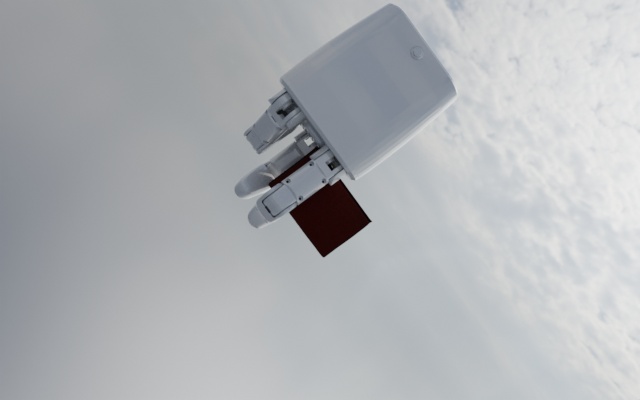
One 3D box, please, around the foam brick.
[{"bbox_3d":[0.000,0.002,0.407,0.051,0.078,0.053,-36,2,1],"label":"foam brick"}]
